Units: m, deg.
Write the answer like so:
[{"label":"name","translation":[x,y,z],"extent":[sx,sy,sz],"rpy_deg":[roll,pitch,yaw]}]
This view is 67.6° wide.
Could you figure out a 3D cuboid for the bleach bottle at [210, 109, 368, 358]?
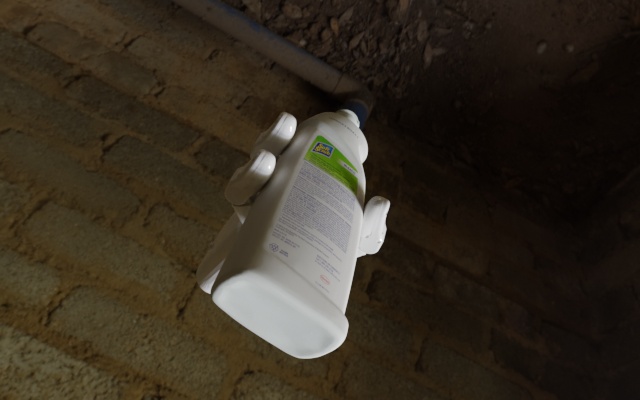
[{"label":"bleach bottle","translation":[0.000,0.001,0.421],"extent":[0.102,0.250,0.068],"rpy_deg":[38,-47,-15]}]
